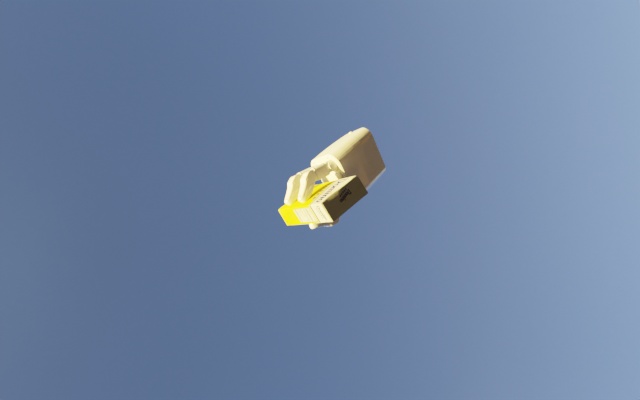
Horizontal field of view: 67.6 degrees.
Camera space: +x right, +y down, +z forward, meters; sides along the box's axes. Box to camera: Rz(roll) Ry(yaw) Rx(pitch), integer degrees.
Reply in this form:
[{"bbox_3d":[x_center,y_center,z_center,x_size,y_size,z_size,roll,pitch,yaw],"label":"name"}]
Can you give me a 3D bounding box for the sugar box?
[{"bbox_3d":[0.000,0.002,0.884,0.093,0.048,0.176,-38,11,-27],"label":"sugar box"}]
